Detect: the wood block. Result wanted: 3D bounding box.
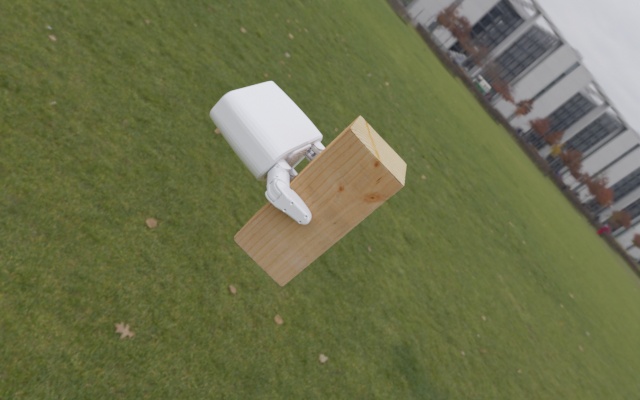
[{"bbox_3d":[0.000,0.002,0.602,0.206,0.090,0.090,-42,6,22],"label":"wood block"}]
